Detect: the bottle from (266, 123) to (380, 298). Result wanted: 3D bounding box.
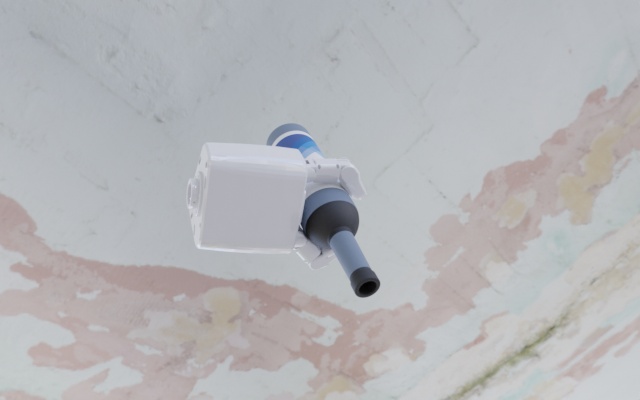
[{"bbox_3d":[0.000,0.002,0.575,0.069,0.069,0.295,0,35,-22],"label":"bottle"}]
